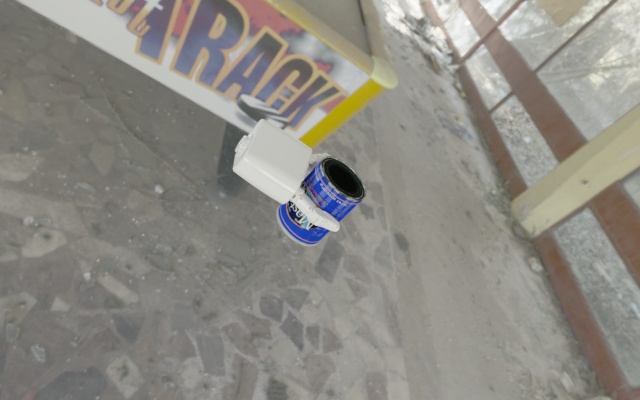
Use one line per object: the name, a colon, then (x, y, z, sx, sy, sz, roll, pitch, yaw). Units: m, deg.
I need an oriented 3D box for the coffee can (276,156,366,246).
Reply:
coffee can: (0.000, 0.003, 0.872, 0.103, 0.102, 0.140, 0, -38, -49)
